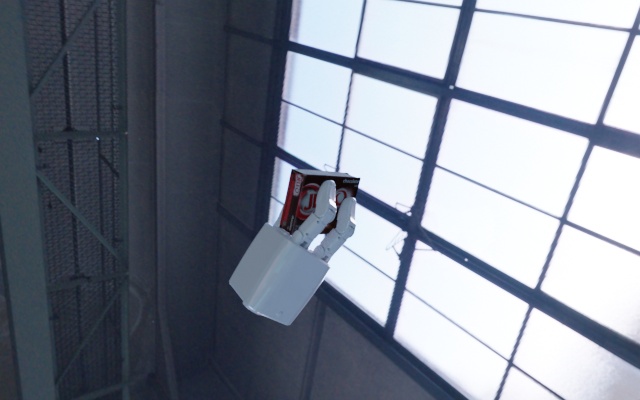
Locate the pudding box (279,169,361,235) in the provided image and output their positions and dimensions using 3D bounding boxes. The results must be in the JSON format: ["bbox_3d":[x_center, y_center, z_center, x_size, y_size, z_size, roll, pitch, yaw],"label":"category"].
[{"bbox_3d":[0.000,0.002,0.700,0.113,0.090,0.039,-1,20,-44],"label":"pudding box"}]
